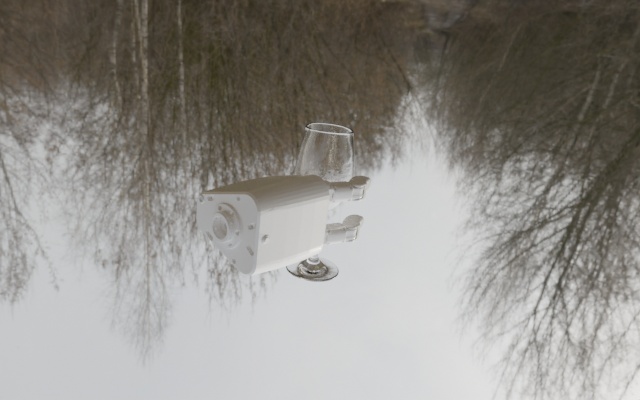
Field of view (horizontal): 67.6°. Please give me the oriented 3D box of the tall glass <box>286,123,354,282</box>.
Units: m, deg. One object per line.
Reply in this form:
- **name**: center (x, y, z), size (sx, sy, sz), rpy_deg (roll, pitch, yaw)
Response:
- **tall glass**: center (0.000, 0.003, 0.634), size (0.079, 0.201, 0.079), rpy_deg (6, 19, -2)
